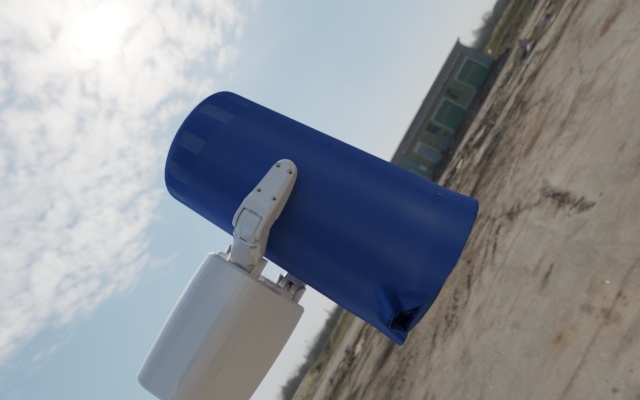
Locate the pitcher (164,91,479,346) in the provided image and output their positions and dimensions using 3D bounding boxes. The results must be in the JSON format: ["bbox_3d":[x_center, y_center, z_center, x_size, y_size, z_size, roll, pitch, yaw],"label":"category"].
[{"bbox_3d":[0.000,0.002,0.416,0.243,0.145,0.149,29,-13,9],"label":"pitcher"}]
